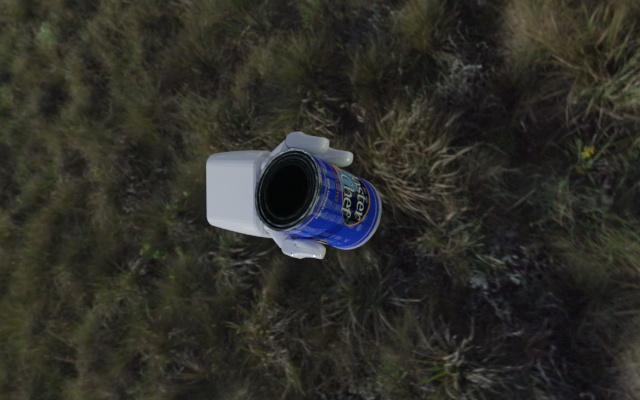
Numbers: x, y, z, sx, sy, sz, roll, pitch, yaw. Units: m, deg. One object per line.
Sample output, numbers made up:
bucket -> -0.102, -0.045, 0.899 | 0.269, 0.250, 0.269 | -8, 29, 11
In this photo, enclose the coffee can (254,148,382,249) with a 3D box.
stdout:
coffee can -> 0.000, 0.002, 0.616 | 0.103, 0.102, 0.140 | 0, -13, 37
